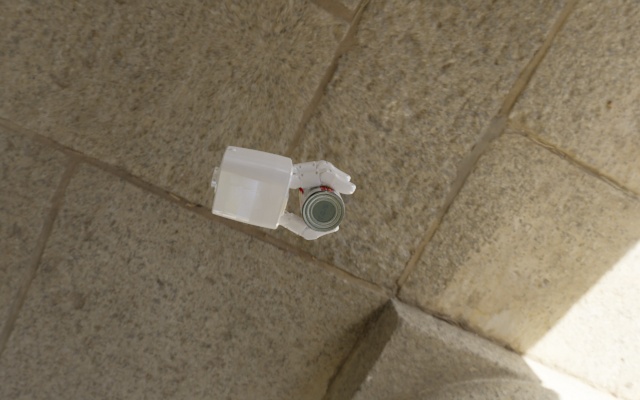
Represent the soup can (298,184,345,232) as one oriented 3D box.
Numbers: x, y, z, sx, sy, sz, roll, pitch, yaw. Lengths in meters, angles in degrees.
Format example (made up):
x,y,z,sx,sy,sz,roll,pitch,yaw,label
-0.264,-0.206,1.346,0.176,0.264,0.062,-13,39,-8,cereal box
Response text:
x,y,z,sx,sy,sz,roll,pitch,yaw,label
0.001,0.003,0.767,0.068,0.068,0.102,0,17,-6,soup can
